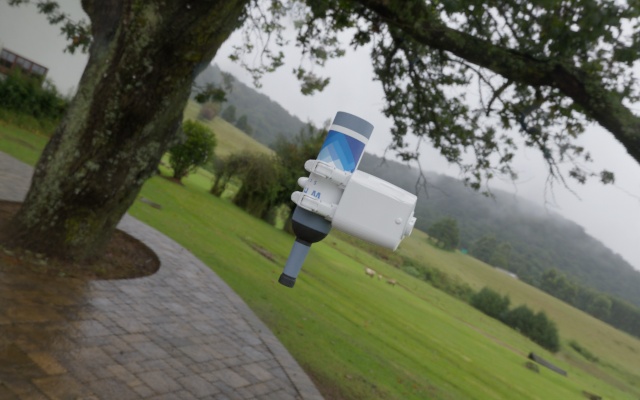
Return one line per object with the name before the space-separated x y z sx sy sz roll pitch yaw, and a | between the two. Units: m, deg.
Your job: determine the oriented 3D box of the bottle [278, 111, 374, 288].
bottle | 0.000 0.002 0.783 0.069 0.295 0.069 23 0 0
